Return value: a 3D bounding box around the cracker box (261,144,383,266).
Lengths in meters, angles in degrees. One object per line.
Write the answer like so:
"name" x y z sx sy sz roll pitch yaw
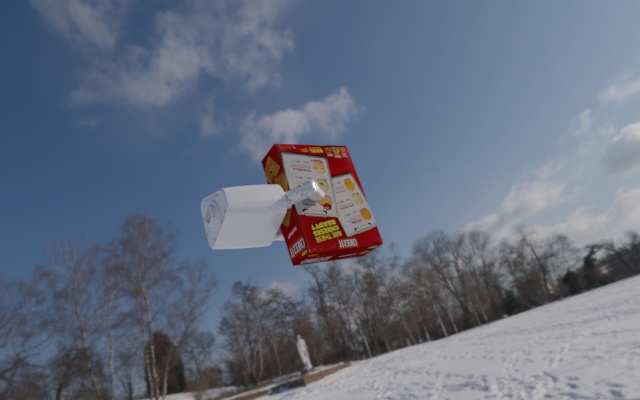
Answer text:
"cracker box" 0.000 0.003 0.873 0.164 0.213 0.072 -3 -26 -35
